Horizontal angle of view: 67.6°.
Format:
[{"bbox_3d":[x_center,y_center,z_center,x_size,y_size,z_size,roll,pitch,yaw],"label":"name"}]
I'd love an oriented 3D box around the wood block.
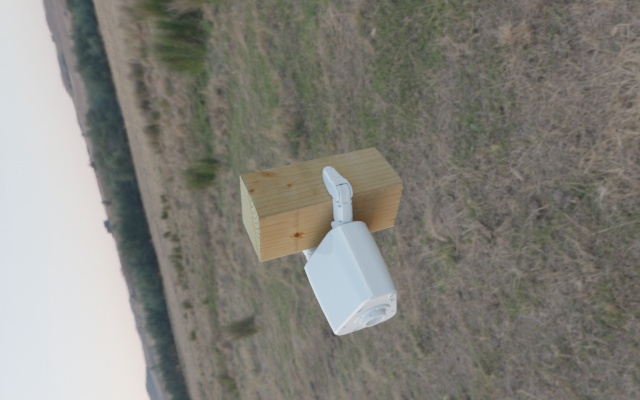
[{"bbox_3d":[0.000,0.002,0.675,0.206,0.091,0.090,-13,45,-19],"label":"wood block"}]
